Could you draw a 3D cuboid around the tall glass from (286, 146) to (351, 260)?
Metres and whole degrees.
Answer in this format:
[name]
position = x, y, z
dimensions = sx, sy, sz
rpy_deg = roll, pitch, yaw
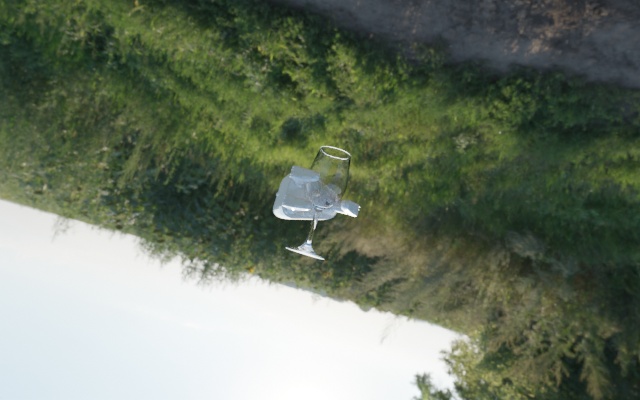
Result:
[tall glass]
position = 0.000, 0.004, 0.887
dimensions = 0.079, 0.201, 0.079
rpy_deg = 17, -9, 3
